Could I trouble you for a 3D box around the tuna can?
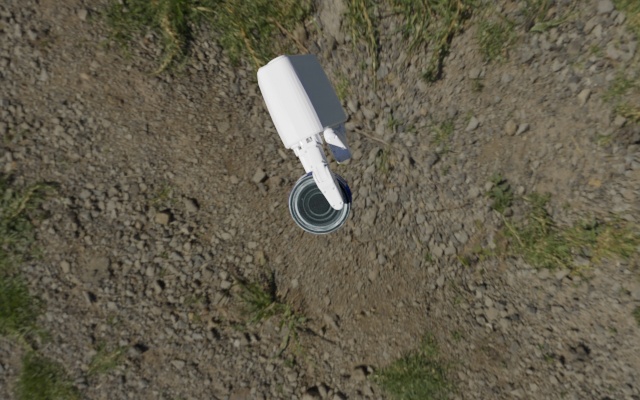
[{"bbox_3d":[0.000,0.002,0.654,0.086,0.086,0.033,0,12,5],"label":"tuna can"}]
